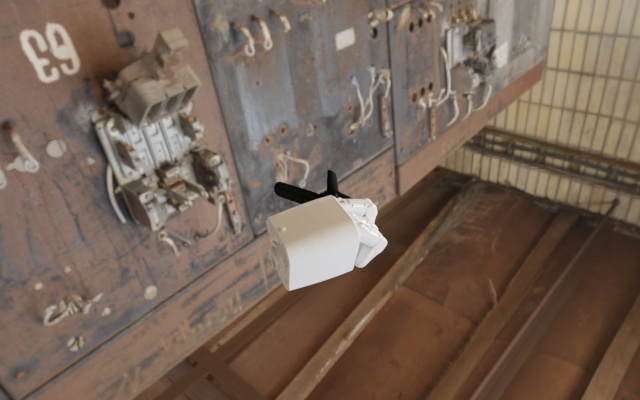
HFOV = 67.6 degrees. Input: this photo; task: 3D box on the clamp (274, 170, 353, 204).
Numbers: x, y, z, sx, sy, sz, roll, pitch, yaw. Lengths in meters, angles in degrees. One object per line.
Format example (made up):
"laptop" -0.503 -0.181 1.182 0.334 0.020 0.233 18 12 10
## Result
"clamp" 0.000 0.003 0.785 0.120 0.039 0.171 -15 34 -18
